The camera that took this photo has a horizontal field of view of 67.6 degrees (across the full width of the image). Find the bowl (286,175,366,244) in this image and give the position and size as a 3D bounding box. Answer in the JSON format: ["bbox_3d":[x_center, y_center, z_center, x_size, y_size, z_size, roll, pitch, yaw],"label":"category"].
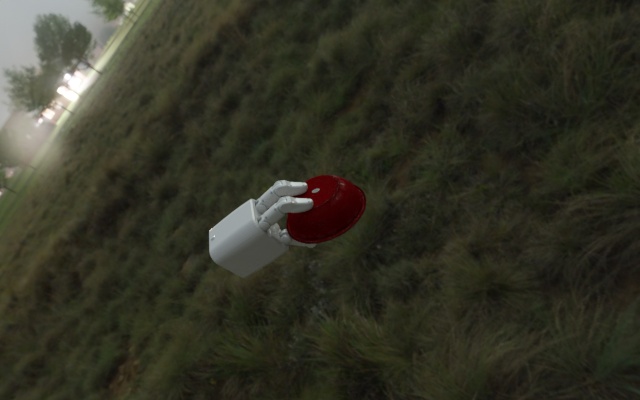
[{"bbox_3d":[0.001,0.002,0.879,0.162,0.055,0.162,-17,36,13],"label":"bowl"}]
